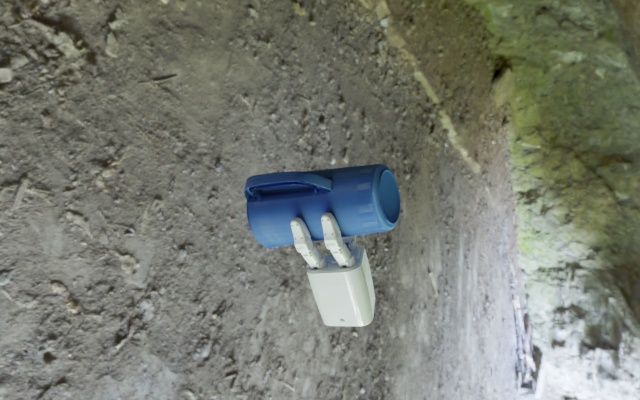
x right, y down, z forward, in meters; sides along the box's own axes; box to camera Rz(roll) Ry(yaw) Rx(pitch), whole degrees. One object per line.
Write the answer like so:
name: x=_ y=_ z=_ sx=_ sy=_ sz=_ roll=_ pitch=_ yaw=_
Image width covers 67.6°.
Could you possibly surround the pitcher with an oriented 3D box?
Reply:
pitcher: x=0.000 y=0.003 z=0.805 sx=0.243 sy=0.145 sz=0.149 roll=-7 pitch=13 yaw=29
